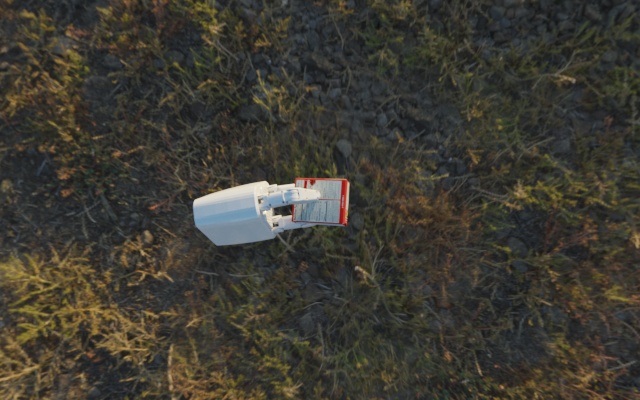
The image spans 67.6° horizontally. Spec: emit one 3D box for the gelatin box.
[{"bbox_3d":[0.000,0.002,0.776,0.089,0.073,0.030,2,-9,14],"label":"gelatin box"}]
